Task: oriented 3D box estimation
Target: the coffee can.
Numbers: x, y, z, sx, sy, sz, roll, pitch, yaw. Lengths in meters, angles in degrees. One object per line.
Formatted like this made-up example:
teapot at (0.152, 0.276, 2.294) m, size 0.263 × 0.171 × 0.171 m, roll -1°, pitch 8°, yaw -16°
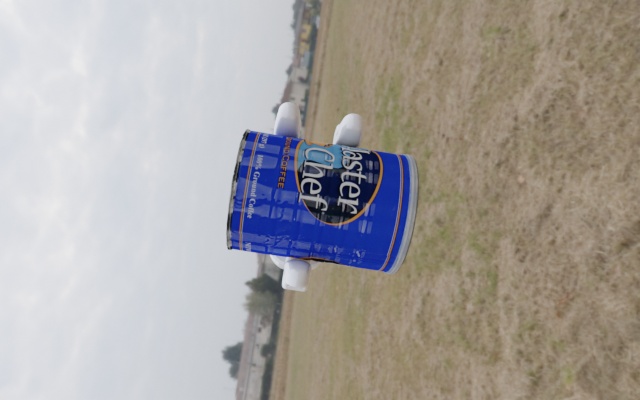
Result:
coffee can at (0.000, 0.001, 0.404) m, size 0.140 × 0.103 × 0.103 m, roll 9°, pitch -1°, yaw -4°
